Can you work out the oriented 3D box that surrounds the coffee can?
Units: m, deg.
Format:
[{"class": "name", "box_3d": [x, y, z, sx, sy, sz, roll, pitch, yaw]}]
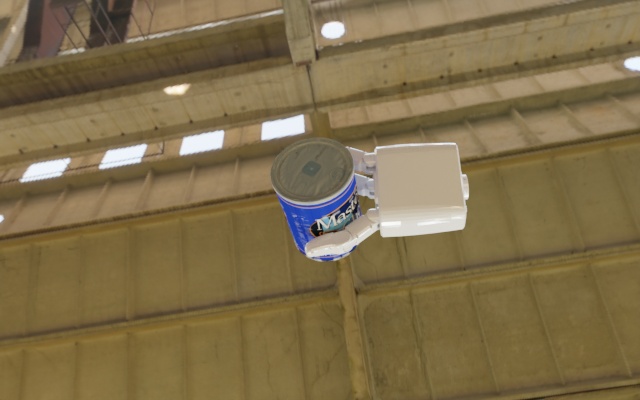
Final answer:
[{"class": "coffee can", "box_3d": [0.000, 0.002, 0.629, 0.103, 0.102, 0.140, 0, -36, 11]}]
